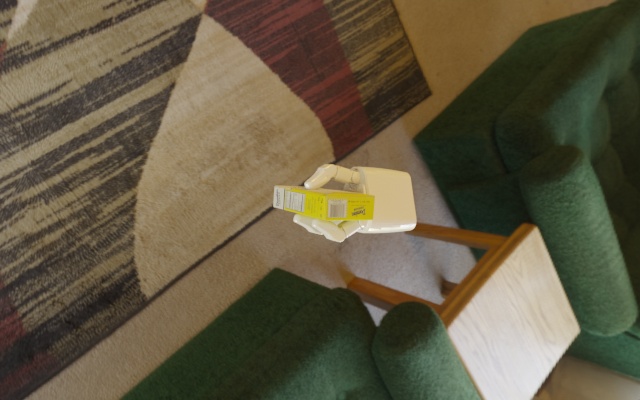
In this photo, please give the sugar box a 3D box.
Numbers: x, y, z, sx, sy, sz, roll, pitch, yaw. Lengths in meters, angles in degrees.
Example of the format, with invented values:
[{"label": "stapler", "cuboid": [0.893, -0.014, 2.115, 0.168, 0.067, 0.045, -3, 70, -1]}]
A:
[{"label": "sugar box", "cuboid": [0.000, 0.003, 0.797, 0.093, 0.048, 0.176, 2, 2, -31]}]
